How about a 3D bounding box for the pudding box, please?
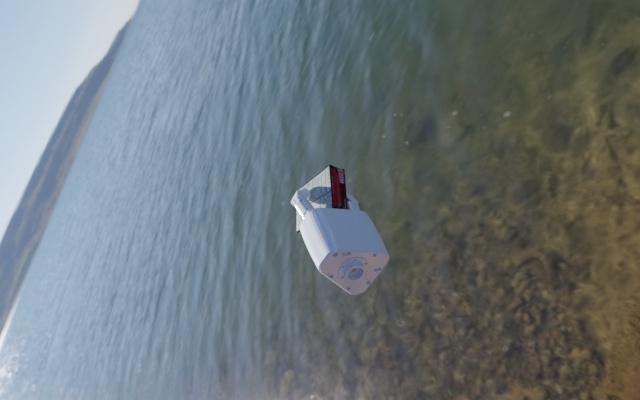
[{"bbox_3d":[0.000,0.003,0.845,0.039,0.090,0.113,20,-36,-32],"label":"pudding box"}]
